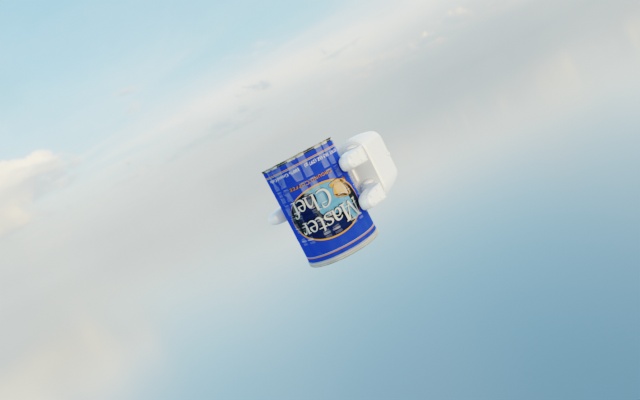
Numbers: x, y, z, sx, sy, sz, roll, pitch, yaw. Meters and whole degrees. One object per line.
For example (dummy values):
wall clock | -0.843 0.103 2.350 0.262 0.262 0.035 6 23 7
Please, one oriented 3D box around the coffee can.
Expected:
coffee can | 0.000 0.002 0.627 0.103 0.140 0.103 -27 6 3
